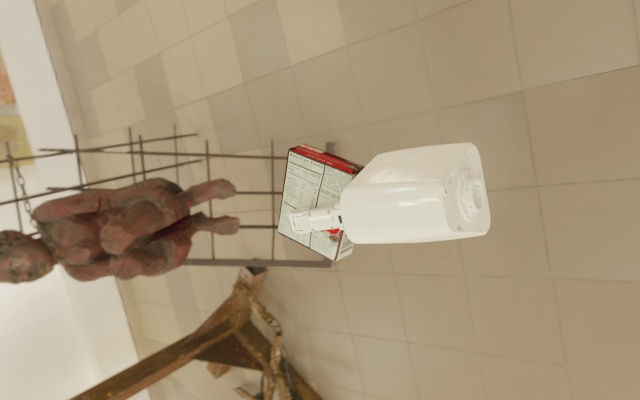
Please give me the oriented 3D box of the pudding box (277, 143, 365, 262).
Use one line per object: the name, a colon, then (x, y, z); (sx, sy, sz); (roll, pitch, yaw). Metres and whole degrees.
pudding box: (0.000, 0.002, 0.545); (0.090, 0.113, 0.039); (25, 27, 28)
